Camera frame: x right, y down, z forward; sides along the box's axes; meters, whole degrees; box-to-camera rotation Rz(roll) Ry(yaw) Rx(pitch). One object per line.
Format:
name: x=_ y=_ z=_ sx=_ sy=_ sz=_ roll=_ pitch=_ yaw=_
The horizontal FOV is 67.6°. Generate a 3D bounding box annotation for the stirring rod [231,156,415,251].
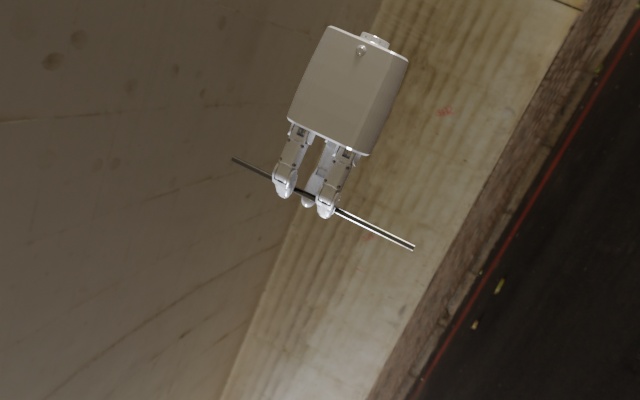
stirring rod: x=0.000 y=0.002 z=0.564 sx=0.239 sy=0.011 sz=0.011 roll=26 pitch=4 yaw=8
